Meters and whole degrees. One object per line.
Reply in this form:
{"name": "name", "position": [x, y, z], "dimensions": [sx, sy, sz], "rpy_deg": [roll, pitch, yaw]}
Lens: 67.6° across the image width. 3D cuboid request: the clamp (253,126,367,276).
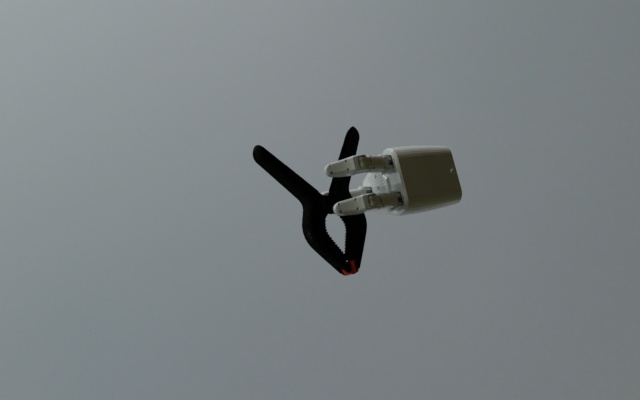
{"name": "clamp", "position": [0.000, 0.003, 0.656], "dimensions": [0.164, 0.210, 0.036], "rpy_deg": [-8, -10, -24]}
